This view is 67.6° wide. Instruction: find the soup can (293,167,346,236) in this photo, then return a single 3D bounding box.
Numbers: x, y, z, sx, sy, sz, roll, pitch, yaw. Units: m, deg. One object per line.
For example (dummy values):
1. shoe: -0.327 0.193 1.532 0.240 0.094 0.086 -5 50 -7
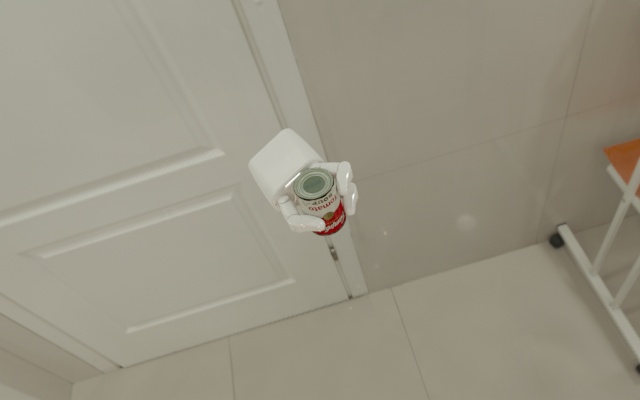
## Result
1. soup can: 0.000 0.003 0.785 0.068 0.068 0.102 0 -37 16
